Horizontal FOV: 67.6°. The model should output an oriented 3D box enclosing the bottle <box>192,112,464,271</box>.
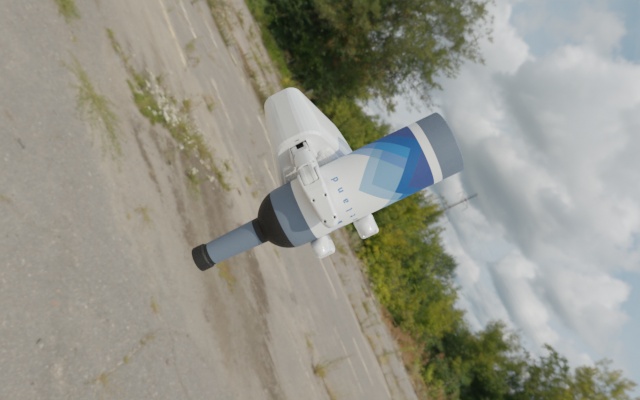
[{"bbox_3d":[0.000,0.002,0.504,0.296,0.069,0.069,-25,-2,5],"label":"bottle"}]
